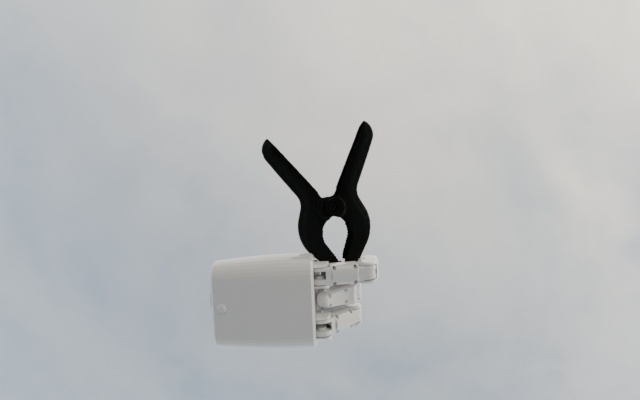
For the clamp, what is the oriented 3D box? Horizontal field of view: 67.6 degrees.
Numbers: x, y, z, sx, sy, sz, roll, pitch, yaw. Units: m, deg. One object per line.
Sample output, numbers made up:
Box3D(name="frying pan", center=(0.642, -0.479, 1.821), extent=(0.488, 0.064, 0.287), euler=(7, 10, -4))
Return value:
Box3D(name="clamp", center=(0.000, 0.002, 0.518), extent=(0.120, 0.171, 0.039), euler=(-3, 1, 0))
